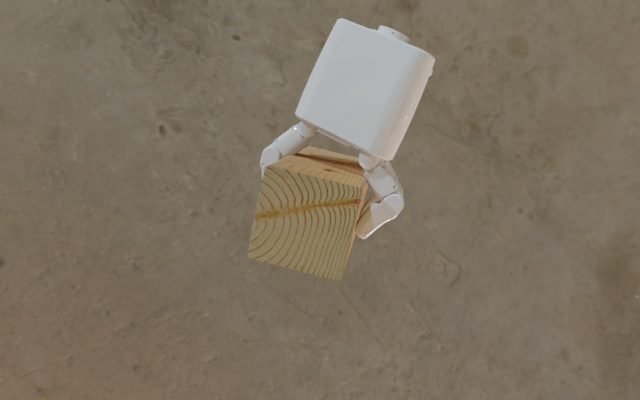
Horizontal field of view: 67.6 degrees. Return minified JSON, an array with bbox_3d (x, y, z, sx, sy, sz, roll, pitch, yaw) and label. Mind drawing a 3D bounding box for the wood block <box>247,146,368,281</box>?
[{"bbox_3d":[0.000,0.001,0.519,0.091,0.090,0.206,14,13,6],"label":"wood block"}]
